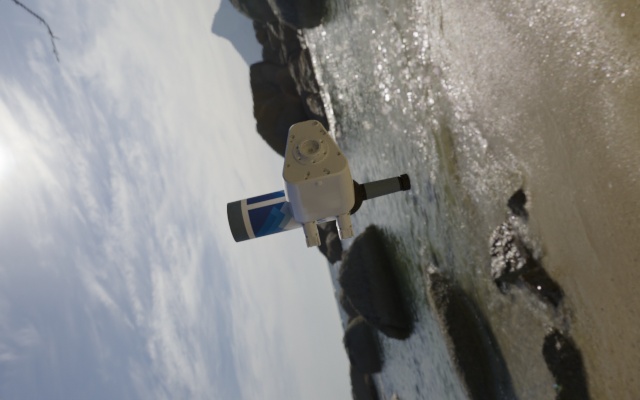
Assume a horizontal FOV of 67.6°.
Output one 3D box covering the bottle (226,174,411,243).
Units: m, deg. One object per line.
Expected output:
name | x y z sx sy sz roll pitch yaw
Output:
bottle | 0.000 0.003 0.775 0.296 0.069 0.069 -13 0 -1
